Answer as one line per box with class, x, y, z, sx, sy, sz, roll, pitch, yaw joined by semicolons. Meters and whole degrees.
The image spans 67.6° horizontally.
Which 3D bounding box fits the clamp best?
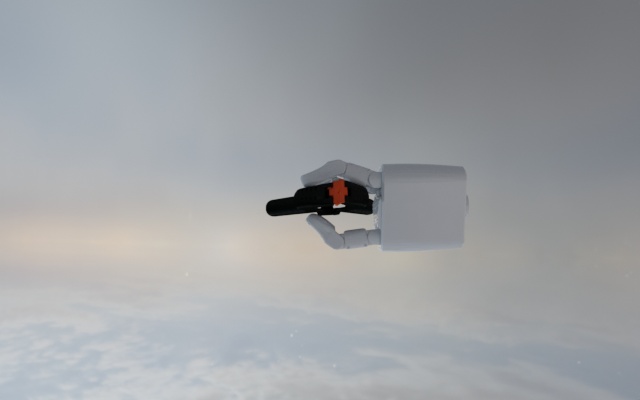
clamp;0.000;0.003;0.631;0.164;0.036;0.210;-3;-6;0
